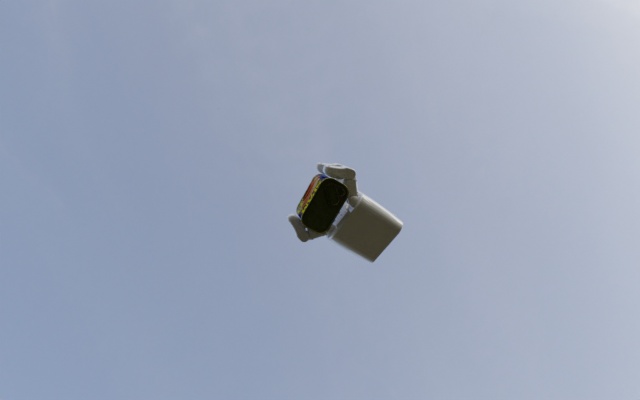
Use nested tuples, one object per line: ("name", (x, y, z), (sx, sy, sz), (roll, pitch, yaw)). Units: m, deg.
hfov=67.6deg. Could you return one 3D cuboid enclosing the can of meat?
("can of meat", (0.000, 0.003, 0.888), (0.057, 0.102, 0.084), (29, 4, -15))
